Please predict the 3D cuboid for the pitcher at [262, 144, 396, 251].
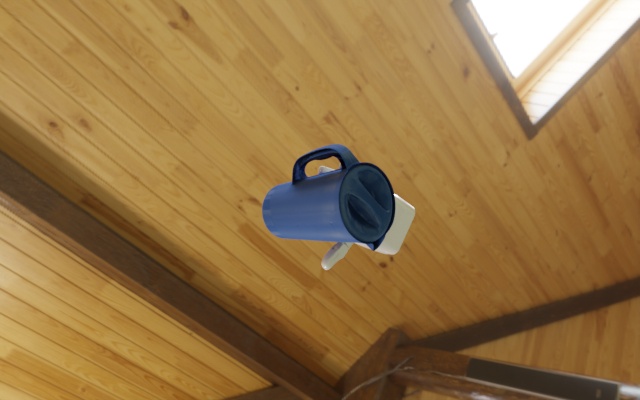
[{"bbox_3d":[0.000,0.003,0.853,0.145,0.149,0.243,26,-21,-37],"label":"pitcher"}]
